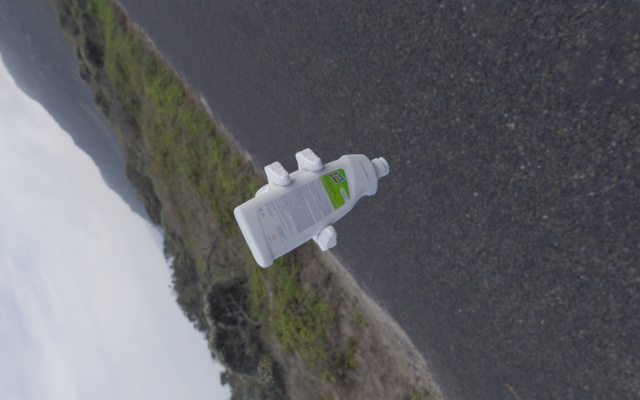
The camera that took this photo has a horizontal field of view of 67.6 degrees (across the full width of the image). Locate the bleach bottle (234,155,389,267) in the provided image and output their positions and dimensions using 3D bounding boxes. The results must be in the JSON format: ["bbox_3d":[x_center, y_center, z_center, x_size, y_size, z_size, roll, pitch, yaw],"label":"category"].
[{"bbox_3d":[0.000,0.002,0.740,0.251,0.102,0.068,-26,6,-18],"label":"bleach bottle"}]
